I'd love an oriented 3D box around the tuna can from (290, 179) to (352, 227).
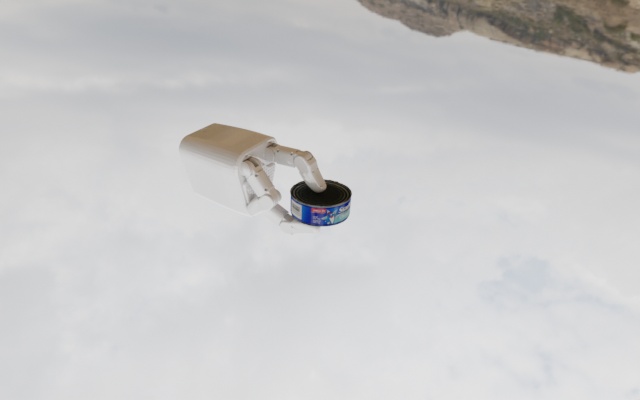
[{"bbox_3d":[0.000,0.003,0.667,0.086,0.034,0.086,2,27,-1],"label":"tuna can"}]
